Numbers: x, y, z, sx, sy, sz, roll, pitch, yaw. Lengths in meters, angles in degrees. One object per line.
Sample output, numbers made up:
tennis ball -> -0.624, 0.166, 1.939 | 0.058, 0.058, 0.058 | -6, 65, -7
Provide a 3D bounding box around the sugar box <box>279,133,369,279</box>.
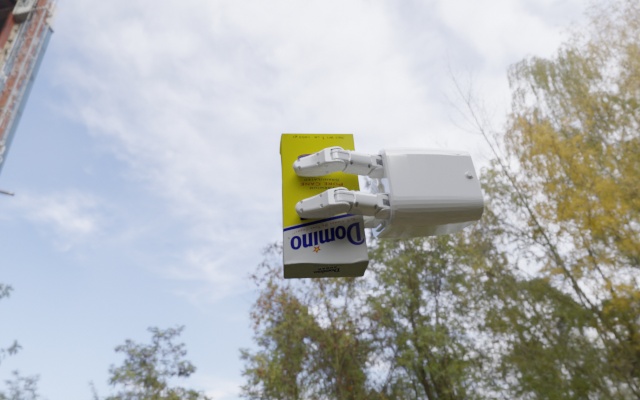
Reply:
sugar box -> 0.000, 0.001, 0.557 | 0.093, 0.176, 0.048 | -1, -33, -6
